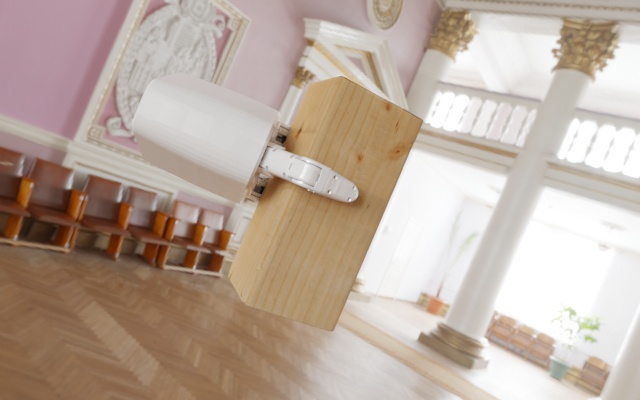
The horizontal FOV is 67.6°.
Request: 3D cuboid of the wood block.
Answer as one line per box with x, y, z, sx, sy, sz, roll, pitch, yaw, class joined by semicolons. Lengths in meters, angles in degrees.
0.000;0.001;0.448;0.090;0.206;0.091;23;0;-22;wood block
